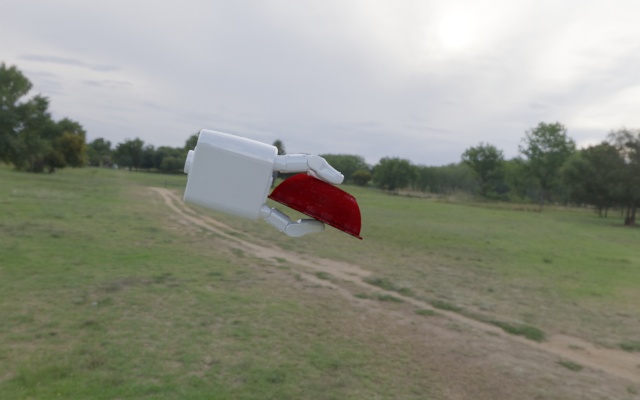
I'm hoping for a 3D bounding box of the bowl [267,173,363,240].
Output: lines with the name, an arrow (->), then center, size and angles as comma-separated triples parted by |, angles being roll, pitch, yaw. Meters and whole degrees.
bowl -> 0.001, 0.002, 0.719 | 0.162, 0.055, 0.162 | 25, -3, 1
